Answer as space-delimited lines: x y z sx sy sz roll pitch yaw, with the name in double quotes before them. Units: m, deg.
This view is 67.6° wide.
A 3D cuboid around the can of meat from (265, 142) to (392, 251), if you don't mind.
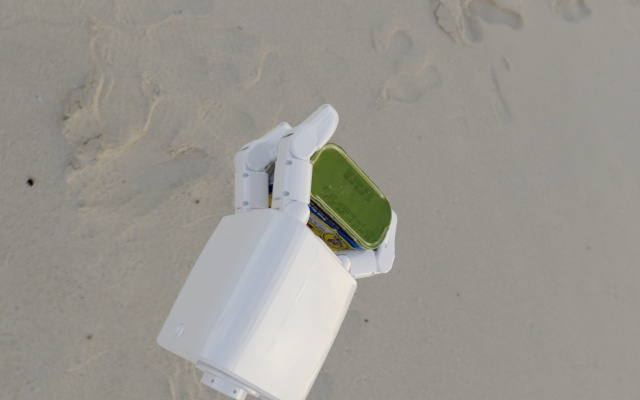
"can of meat" 0.000 0.001 0.409 0.102 0.057 0.084 44 -30 -25
